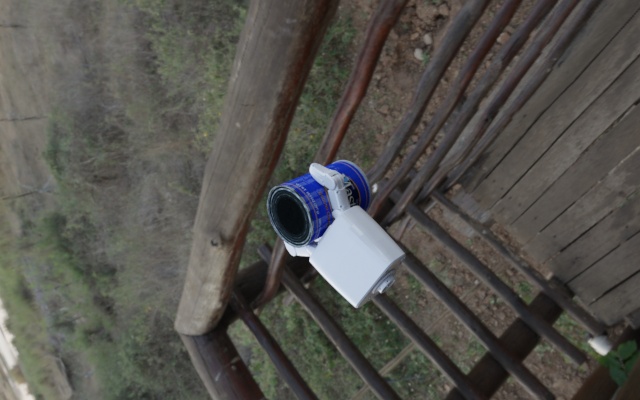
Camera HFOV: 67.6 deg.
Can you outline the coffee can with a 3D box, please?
[{"bbox_3d":[0.000,0.002,0.771,0.140,0.103,0.103,-25,17,-40],"label":"coffee can"}]
